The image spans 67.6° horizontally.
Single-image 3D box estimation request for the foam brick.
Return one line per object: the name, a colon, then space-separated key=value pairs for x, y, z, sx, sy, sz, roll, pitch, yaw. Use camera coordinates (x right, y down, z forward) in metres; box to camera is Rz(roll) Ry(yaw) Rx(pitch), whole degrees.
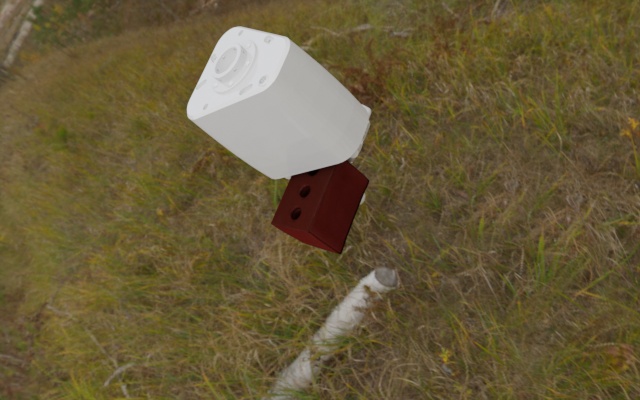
foam brick: x=0.000 y=0.002 z=0.445 sx=0.053 sy=0.078 sz=0.051 roll=9 pitch=-18 yaw=43
